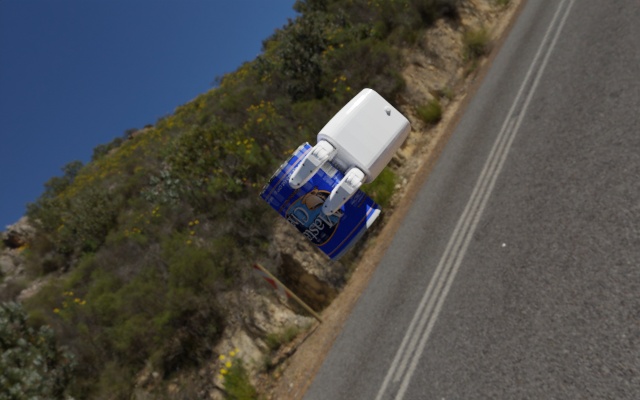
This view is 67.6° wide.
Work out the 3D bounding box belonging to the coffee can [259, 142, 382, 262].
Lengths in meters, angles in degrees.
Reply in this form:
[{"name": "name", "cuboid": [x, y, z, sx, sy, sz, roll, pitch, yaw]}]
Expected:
[{"name": "coffee can", "cuboid": [0.000, 0.002, 0.671, 0.140, 0.103, 0.103, 41, -1, -1]}]
